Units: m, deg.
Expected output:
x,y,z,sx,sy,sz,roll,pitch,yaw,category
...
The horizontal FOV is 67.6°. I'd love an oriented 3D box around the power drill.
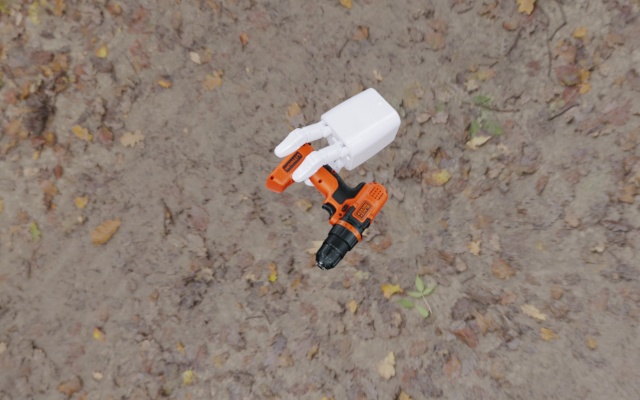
x,y,z,sx,sy,sz,roll,pitch,yaw,category
0.000,0.002,0.821,0.187,0.184,0.057,39,-24,3,power drill
